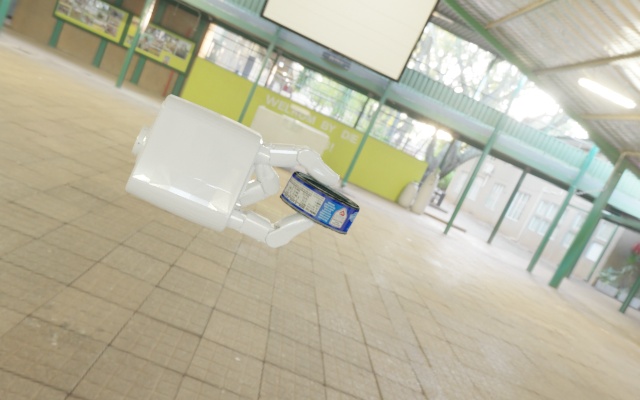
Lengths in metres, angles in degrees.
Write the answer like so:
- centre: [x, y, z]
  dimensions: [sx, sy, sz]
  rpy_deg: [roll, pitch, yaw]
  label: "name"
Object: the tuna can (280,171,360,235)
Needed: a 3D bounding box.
- centre: [0.000, 0.001, 0.527]
  dimensions: [0.086, 0.034, 0.086]
  rpy_deg: [29, 6, -4]
  label: "tuna can"
